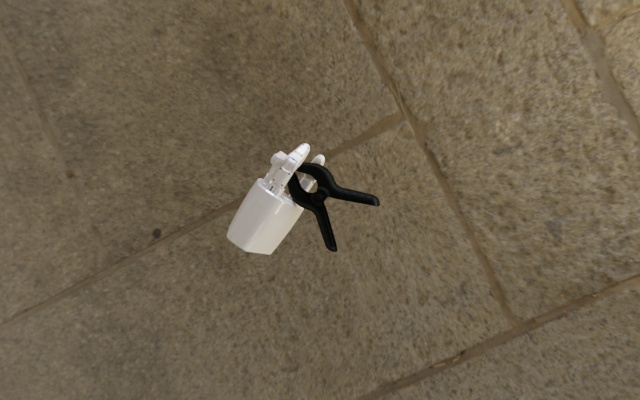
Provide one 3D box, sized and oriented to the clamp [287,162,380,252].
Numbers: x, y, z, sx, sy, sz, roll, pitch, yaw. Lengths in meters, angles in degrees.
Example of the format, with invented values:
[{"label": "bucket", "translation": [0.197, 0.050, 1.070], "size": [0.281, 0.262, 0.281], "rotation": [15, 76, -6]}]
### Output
[{"label": "clamp", "translation": [0.000, 0.002, 0.808], "size": [0.171, 0.120, 0.039], "rotation": [34, 4, 6]}]
